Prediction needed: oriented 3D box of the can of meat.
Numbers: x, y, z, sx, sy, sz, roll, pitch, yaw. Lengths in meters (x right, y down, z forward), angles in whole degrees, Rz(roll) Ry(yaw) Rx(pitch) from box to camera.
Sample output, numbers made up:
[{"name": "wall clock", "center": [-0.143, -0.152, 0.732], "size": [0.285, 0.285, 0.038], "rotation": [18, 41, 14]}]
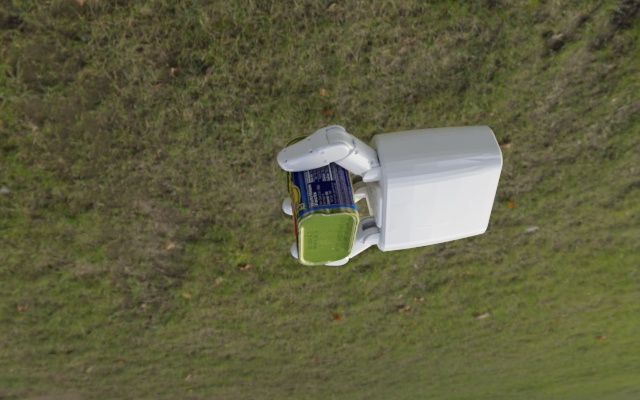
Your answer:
[{"name": "can of meat", "center": [0.000, 0.002, 0.439], "size": [0.057, 0.084, 0.102], "rotation": [-6, -32, -6]}]
